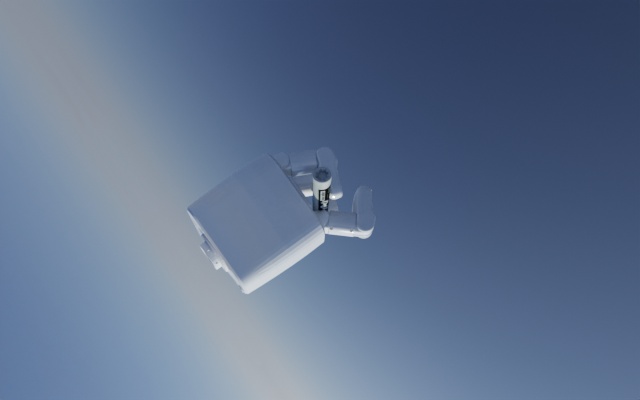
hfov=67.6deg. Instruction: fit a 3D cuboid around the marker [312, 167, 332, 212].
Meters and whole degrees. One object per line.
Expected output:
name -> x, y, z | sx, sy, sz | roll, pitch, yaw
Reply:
marker -> 0.000, 0.002, 0.522 | 0.020, 0.020, 0.121 | 0, -27, -2
